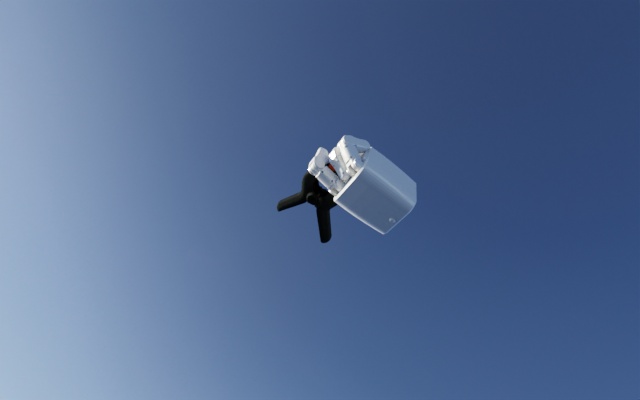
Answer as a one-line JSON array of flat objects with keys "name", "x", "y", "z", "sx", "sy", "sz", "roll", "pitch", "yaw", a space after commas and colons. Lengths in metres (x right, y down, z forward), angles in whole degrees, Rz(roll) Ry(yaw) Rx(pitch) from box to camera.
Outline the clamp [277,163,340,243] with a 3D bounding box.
[{"name": "clamp", "x": 0.000, "y": 0.002, "z": 0.863, "sx": 0.171, "sy": 0.120, "sz": 0.039, "roll": -49, "pitch": 5, "yaw": 44}]
